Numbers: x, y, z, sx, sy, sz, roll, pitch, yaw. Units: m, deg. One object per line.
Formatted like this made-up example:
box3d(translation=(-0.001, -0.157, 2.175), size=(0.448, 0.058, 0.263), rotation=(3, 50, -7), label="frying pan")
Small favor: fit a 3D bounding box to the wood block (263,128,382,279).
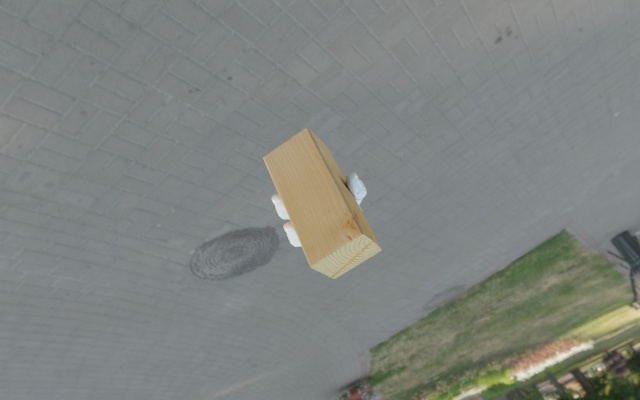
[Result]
box3d(translation=(0.001, 0.002, 0.737), size=(0.091, 0.206, 0.090), rotation=(-33, -30, 11), label="wood block")
